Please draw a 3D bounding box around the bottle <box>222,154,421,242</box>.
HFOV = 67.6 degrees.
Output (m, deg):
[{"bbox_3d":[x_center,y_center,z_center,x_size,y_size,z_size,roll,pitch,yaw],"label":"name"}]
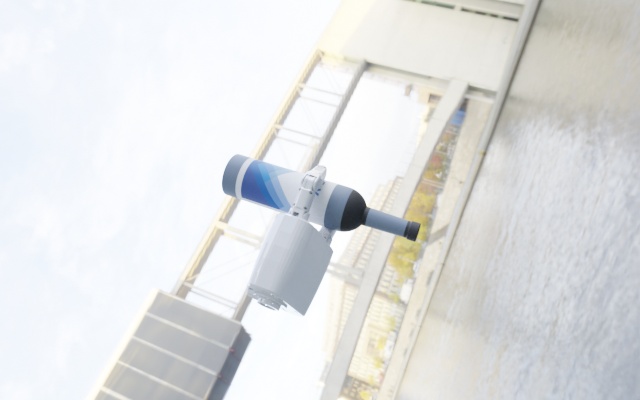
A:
[{"bbox_3d":[0.000,0.002,0.701,0.295,0.069,0.069,17,4,14],"label":"bottle"}]
